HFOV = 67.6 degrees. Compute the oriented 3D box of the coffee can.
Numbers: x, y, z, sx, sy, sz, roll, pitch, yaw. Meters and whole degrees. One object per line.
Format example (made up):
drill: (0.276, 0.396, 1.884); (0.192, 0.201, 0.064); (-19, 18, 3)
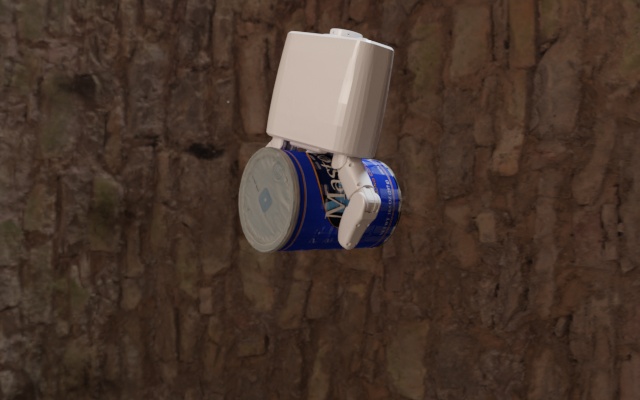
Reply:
coffee can: (0.000, 0.002, 0.503); (0.140, 0.103, 0.103); (2, -2, -38)
